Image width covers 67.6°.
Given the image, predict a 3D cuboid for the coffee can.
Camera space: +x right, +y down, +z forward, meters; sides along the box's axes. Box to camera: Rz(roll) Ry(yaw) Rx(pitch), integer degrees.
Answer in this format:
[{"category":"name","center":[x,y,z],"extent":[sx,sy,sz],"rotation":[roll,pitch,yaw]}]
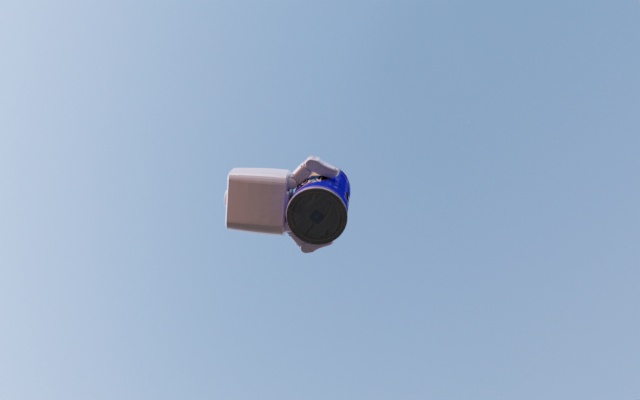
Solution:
[{"category":"coffee can","center":[0.000,0.003,0.852],"extent":[0.103,0.103,0.140],"rotation":[0,21,6]}]
